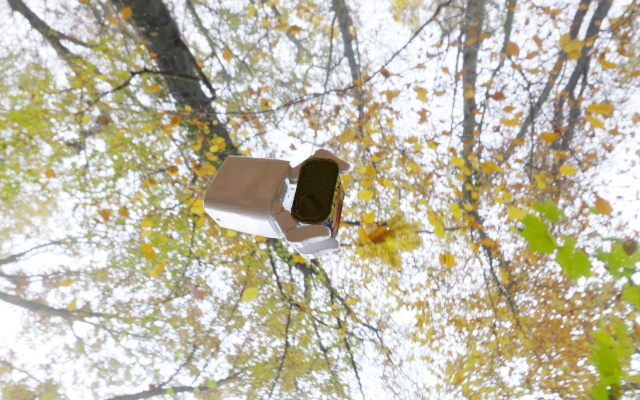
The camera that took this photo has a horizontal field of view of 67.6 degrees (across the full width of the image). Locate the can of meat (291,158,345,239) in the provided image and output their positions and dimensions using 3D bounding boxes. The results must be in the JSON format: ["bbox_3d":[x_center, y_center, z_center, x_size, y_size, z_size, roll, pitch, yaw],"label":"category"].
[{"bbox_3d":[0.000,0.002,0.703,0.057,0.102,0.084,6,-24,14],"label":"can of meat"}]
